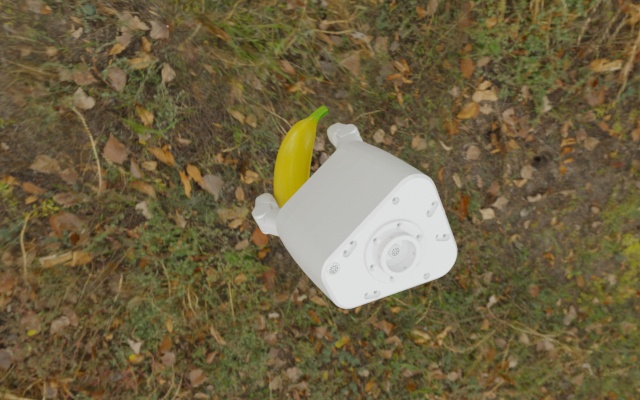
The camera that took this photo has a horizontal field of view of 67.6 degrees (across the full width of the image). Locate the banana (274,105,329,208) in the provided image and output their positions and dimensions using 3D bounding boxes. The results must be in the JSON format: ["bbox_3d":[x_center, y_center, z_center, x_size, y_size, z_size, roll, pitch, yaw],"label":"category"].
[{"bbox_3d":[-0.017,0.001,0.515,0.069,0.198,0.037,-9,20,-24],"label":"banana"}]
